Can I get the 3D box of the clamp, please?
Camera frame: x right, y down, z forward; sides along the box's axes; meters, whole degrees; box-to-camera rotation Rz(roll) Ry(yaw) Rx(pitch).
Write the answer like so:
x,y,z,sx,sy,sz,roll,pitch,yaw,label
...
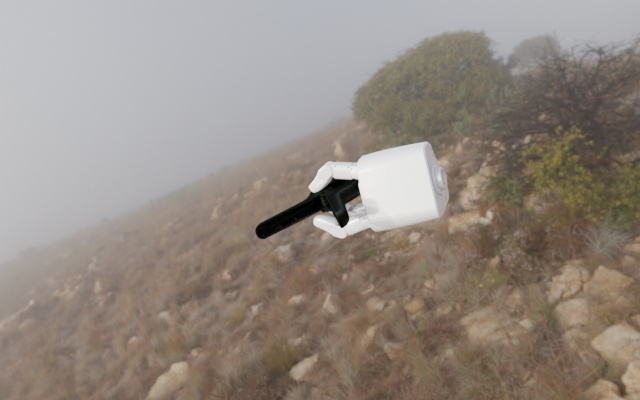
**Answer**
x,y,z,sx,sy,sz,roll,pitch,yaw,label
0.000,0.002,0.768,0.164,0.036,0.210,-12,18,28,clamp
